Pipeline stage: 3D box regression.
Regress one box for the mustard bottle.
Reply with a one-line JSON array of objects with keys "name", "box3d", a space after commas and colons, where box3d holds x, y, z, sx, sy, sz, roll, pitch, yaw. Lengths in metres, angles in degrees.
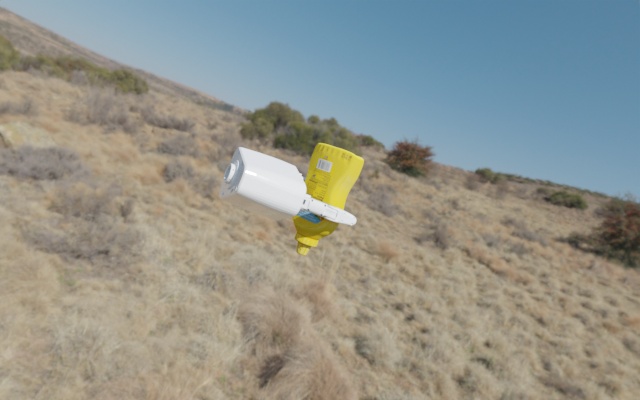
[{"name": "mustard bottle", "box3d": [0.000, 0.003, 0.819, 0.096, 0.191, 0.058, 23, 3, 41]}]
